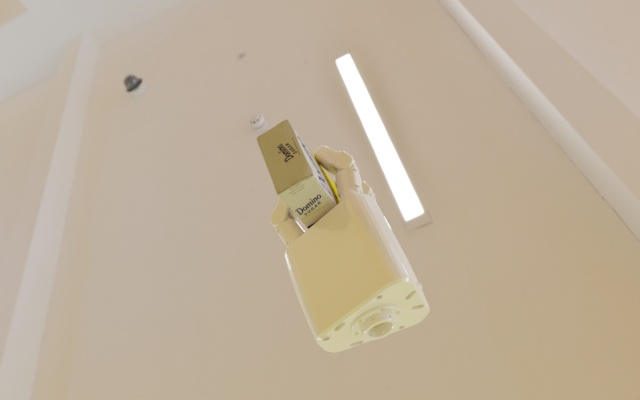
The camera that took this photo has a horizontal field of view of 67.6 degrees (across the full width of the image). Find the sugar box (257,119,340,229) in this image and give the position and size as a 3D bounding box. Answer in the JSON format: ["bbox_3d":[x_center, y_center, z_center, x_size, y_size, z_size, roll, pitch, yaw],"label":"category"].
[{"bbox_3d":[0.001,0.002,0.527,0.048,0.093,0.176,-29,-42,5],"label":"sugar box"}]
